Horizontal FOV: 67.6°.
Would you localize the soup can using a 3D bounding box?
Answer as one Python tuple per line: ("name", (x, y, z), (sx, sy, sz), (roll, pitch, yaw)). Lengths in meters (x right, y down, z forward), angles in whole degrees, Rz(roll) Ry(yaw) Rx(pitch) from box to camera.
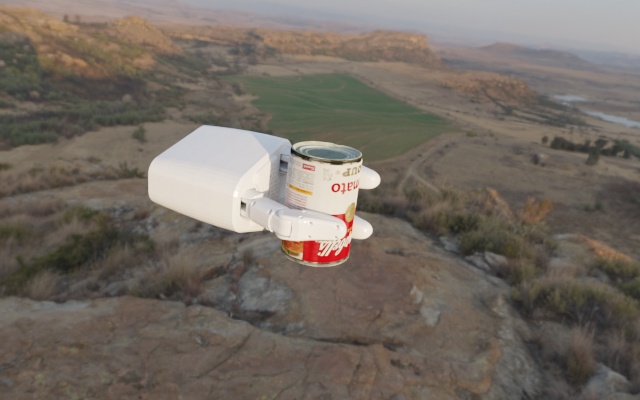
("soup can", (0.001, 0.001, 0.450), (0.068, 0.102, 0.068), (6, 20, -2))
